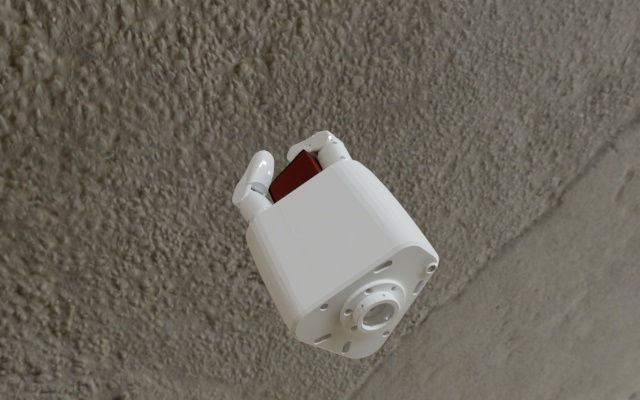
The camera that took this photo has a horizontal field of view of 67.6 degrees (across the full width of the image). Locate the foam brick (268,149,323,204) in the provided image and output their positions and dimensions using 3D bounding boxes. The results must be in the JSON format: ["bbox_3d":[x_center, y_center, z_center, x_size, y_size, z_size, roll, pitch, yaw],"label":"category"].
[{"bbox_3d":[0.000,0.001,0.438,0.078,0.053,0.051,32,18,-40],"label":"foam brick"}]
